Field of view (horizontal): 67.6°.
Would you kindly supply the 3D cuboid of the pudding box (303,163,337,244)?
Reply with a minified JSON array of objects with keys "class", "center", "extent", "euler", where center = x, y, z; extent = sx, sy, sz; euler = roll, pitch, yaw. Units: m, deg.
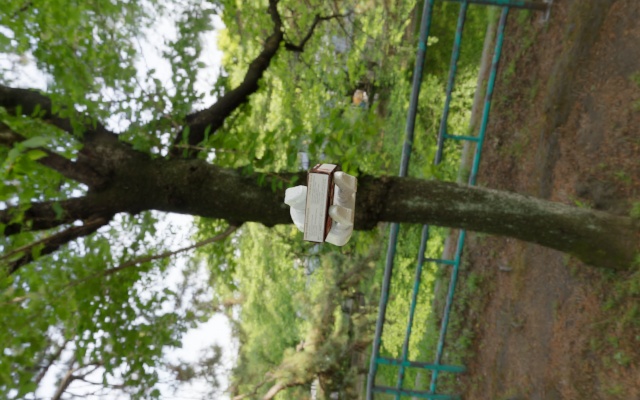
[{"class":"pudding box","center":[0.000,0.002,0.758],"extent":[0.039,0.113,0.090],"euler":[4,12,7]}]
